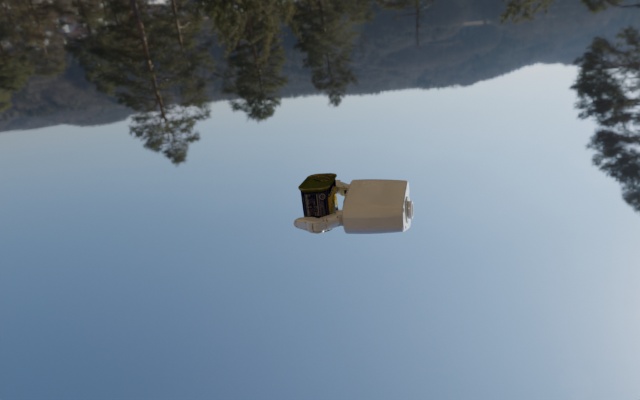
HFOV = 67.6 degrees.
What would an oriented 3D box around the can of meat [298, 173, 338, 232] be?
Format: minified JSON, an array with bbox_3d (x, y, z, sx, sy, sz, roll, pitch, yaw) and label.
[{"bbox_3d":[0.000,0.003,0.881,0.057,0.084,0.102,-2,18,14],"label":"can of meat"}]
